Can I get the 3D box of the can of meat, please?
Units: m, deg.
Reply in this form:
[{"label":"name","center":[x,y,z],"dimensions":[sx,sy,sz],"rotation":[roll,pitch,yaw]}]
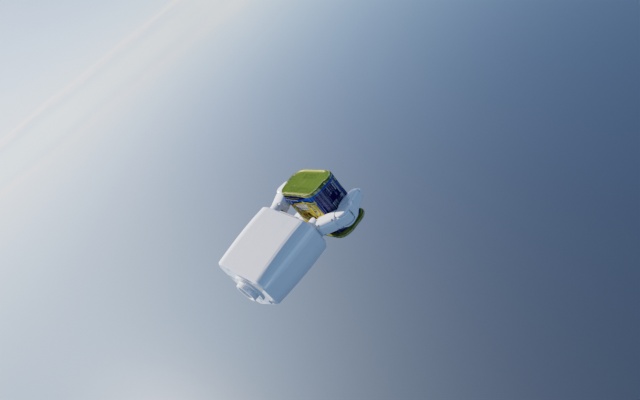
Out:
[{"label":"can of meat","center":[0.000,0.002,0.687],"dimensions":[0.084,0.057,0.102],"rotation":[50,-23,-26]}]
